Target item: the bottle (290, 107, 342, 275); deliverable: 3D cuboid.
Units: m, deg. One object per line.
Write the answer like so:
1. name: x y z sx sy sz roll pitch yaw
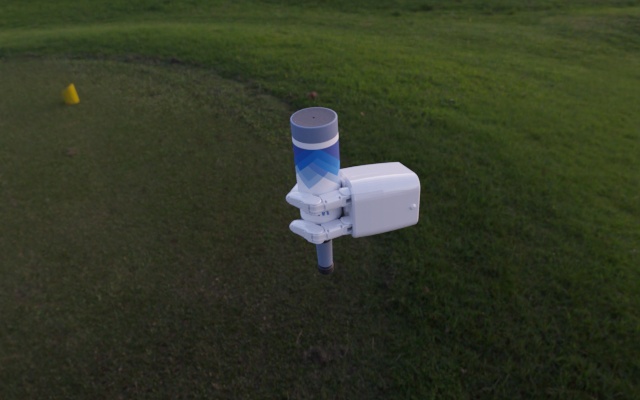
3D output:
1. bottle: 0.000 0.002 0.755 0.069 0.296 0.069 -3 36 2
